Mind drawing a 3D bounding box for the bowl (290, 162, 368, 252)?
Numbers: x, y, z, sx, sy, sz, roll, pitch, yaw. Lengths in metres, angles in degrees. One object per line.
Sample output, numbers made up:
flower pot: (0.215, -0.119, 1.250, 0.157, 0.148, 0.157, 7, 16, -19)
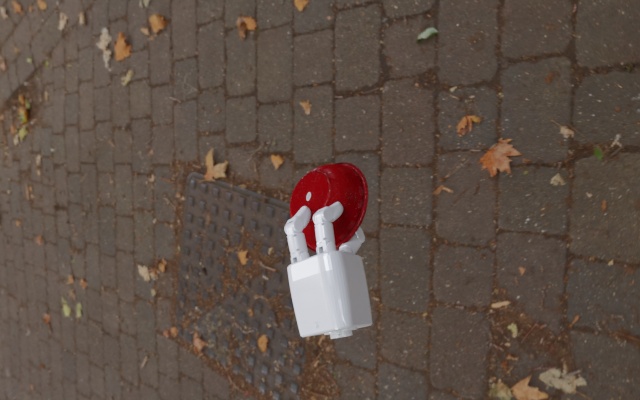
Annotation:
bowl: (0.000, 0.001, 0.791, 0.055, 0.162, 0.162, 25, -17, -40)
